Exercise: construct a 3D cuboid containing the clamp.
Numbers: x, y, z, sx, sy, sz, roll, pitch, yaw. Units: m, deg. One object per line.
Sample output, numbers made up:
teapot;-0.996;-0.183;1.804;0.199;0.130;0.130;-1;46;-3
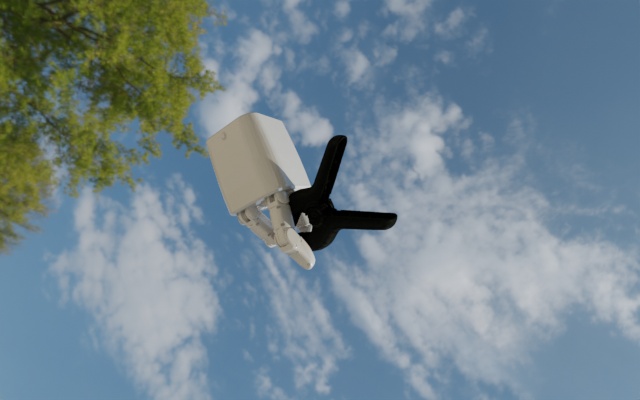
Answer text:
clamp;0.000;0.002;0.576;0.171;0.120;0.039;-26;-7;35
